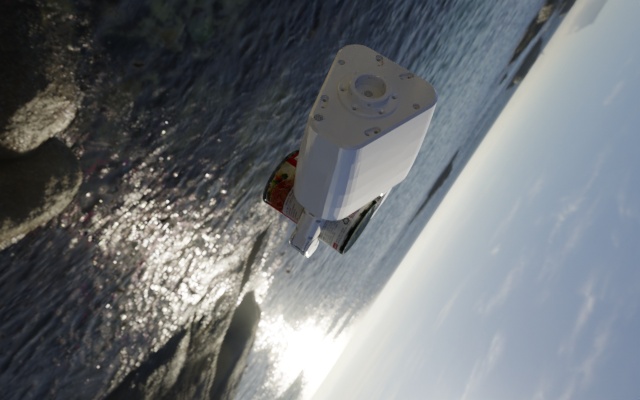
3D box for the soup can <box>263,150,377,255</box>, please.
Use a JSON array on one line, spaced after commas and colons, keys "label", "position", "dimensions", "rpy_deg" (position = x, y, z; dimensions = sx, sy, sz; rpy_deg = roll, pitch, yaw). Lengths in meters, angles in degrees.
[{"label": "soup can", "position": [0.000, 0.002, 0.503], "dimensions": [0.102, 0.068, 0.068], "rpy_deg": [34, 8, 12]}]
